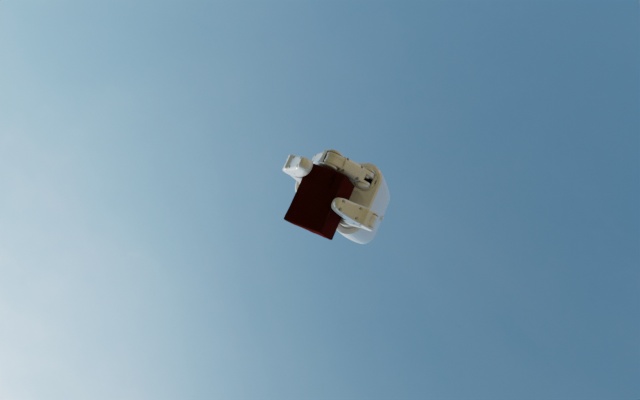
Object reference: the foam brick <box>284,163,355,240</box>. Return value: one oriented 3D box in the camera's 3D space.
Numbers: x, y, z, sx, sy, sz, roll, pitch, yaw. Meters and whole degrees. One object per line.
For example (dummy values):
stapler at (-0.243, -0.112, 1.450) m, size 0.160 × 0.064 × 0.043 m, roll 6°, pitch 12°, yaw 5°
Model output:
foam brick at (0.000, 0.002, 0.587) m, size 0.053 × 0.078 × 0.051 m, roll 22°, pitch -8°, yaw 21°
